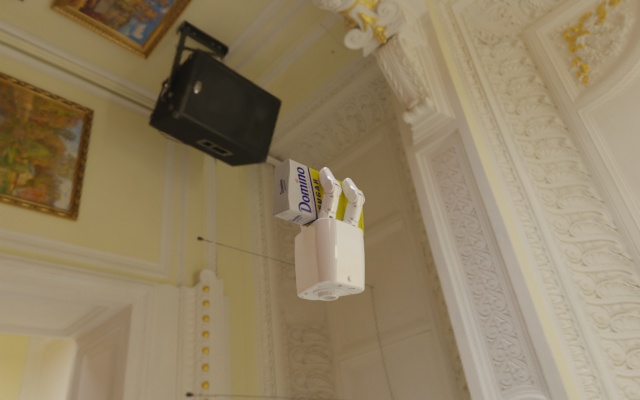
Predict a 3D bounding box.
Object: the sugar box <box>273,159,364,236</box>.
[{"bbox_3d":[0.001,0.003,0.822,0.048,0.093,0.176,-23,-33,39],"label":"sugar box"}]
